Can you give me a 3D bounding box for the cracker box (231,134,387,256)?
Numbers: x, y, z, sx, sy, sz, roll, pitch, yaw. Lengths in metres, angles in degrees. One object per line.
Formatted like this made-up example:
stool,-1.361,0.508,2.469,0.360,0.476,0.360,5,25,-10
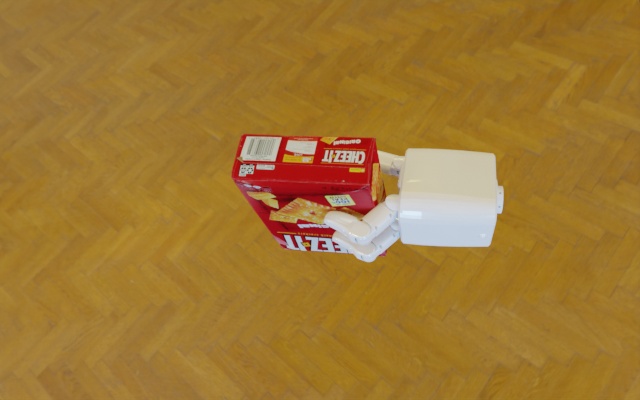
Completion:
cracker box,0.000,0.002,0.623,0.164,0.072,0.214,3,-27,15
